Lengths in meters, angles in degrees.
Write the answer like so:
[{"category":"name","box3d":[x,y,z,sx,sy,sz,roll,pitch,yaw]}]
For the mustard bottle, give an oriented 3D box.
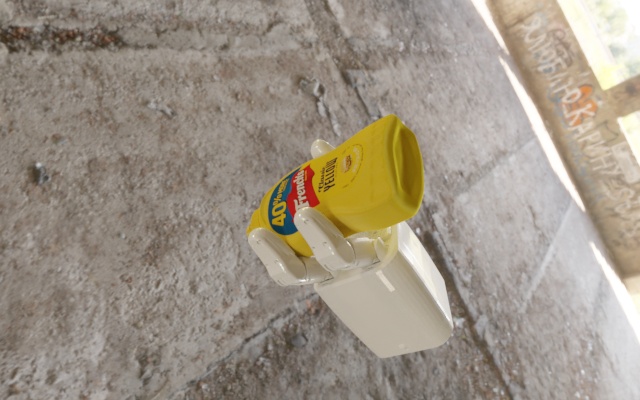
[{"category":"mustard bottle","box3d":[0.000,0.001,0.438,0.192,0.096,0.058,-26,-46,36]}]
